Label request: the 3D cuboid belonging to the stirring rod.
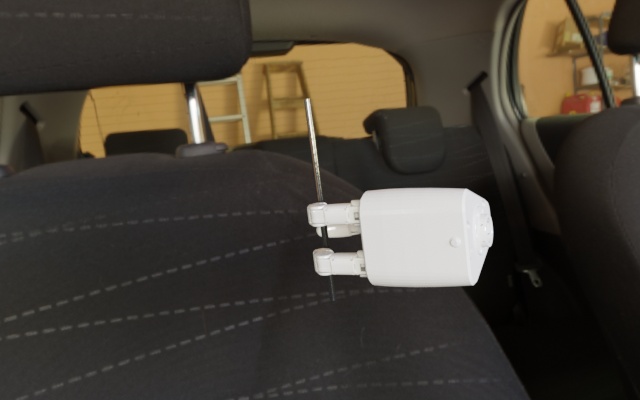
[{"bbox_3d":[0.000,0.002,0.565,0.011,0.239,0.011,-7,7,1],"label":"stirring rod"}]
